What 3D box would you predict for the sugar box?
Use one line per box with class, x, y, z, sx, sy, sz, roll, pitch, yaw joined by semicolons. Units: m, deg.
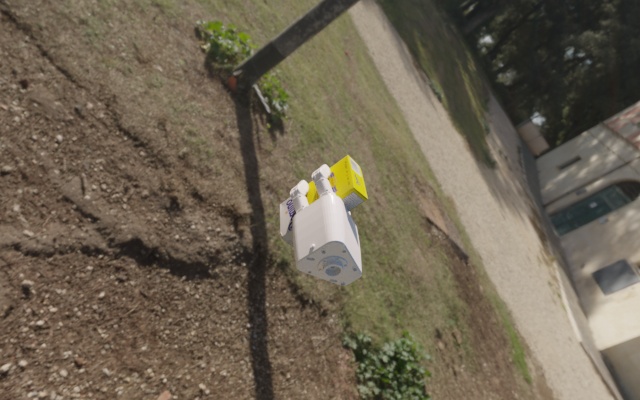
sugar box;0.000;0.003;0.875;0.176;0.093;0.048;-33;-52;23
